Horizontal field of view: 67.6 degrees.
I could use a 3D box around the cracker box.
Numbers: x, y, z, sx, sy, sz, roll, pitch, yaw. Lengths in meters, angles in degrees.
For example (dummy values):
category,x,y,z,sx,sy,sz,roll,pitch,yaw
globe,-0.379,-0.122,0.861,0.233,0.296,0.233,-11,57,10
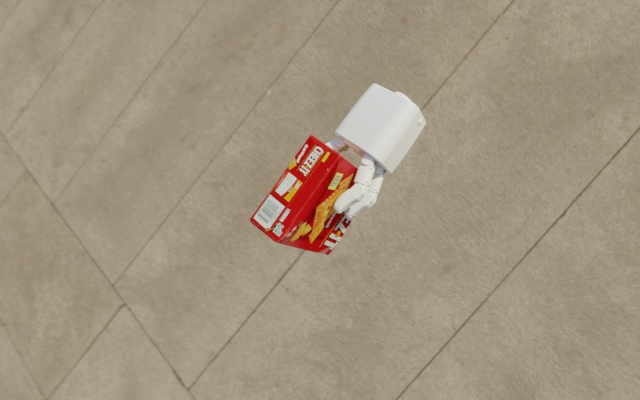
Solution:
category,x,y,z,sx,sy,sz,roll,pitch,yaw
cracker box,0.000,0.002,0.801,0.072,0.164,0.214,38,4,25
